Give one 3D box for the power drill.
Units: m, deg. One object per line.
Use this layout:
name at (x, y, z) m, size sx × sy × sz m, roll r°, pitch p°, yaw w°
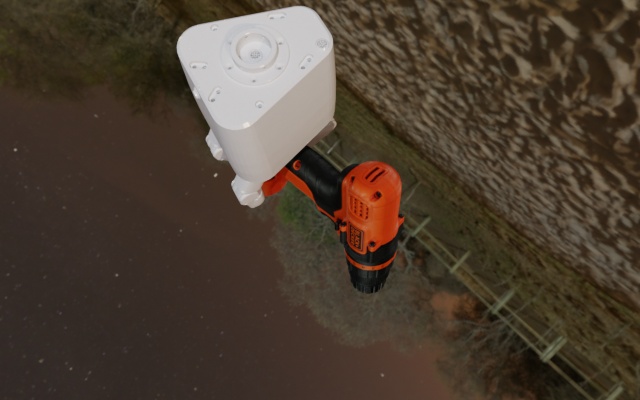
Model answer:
power drill at (0.000, 0.001, 0.493) m, size 0.187 × 0.185 × 0.057 m, roll 33°, pitch 58°, yaw 26°
